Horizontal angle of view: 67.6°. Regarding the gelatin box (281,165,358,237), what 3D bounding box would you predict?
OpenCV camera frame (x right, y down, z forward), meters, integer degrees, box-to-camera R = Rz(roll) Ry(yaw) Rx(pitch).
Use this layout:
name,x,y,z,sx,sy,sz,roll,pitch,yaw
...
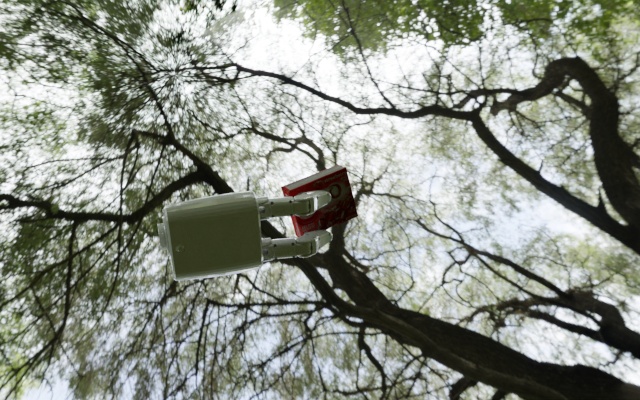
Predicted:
name,x,y,z,sx,sy,sz,roll,pitch,yaw
gelatin box,0.000,0.002,0.637,0.089,0.073,0.030,-23,22,-18
